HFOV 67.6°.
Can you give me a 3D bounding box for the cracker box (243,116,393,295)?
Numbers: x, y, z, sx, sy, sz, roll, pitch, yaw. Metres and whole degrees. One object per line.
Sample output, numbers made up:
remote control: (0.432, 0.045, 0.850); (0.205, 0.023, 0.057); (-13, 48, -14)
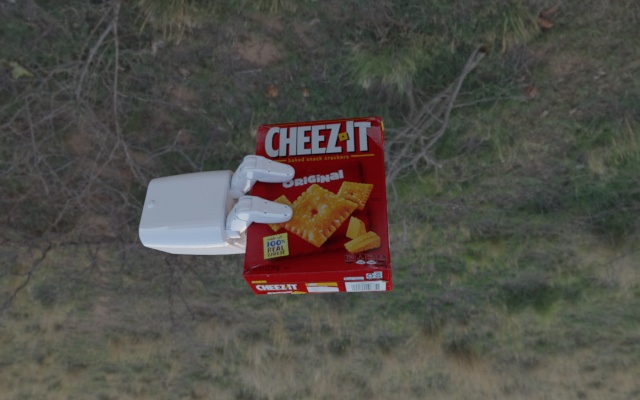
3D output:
cracker box: (0.000, 0.002, 0.583); (0.164, 0.213, 0.072); (-3, -30, 7)
